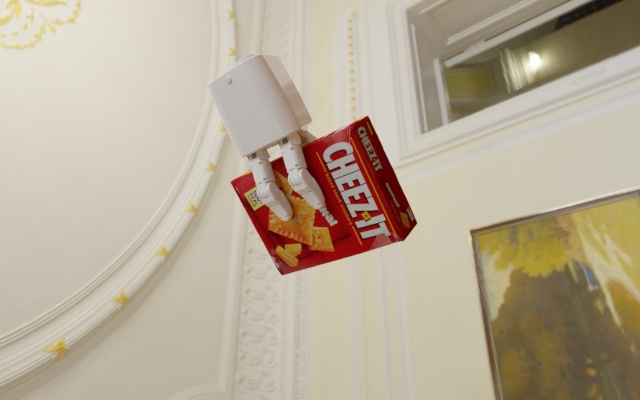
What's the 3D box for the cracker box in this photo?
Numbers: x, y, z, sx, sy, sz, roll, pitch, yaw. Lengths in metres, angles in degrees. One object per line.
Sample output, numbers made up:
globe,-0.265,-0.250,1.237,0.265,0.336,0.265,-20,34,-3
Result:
cracker box,0.000,0.002,0.667,0.214,0.164,0.072,-20,11,33
